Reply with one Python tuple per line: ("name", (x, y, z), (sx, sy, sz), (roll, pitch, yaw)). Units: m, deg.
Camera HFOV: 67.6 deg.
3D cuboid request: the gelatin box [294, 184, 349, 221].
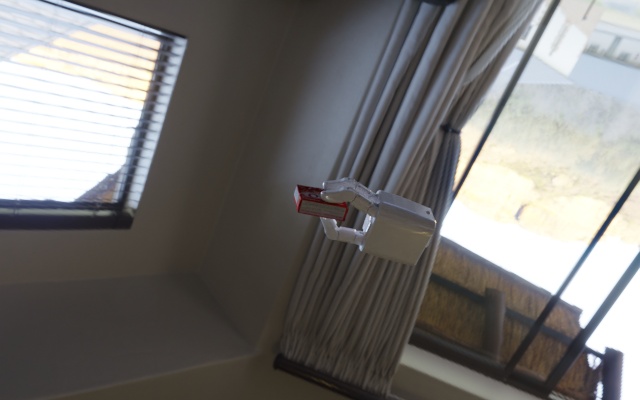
("gelatin box", (0.000, 0.003, 0.861), (0.089, 0.030, 0.073), (10, 21, -13))
